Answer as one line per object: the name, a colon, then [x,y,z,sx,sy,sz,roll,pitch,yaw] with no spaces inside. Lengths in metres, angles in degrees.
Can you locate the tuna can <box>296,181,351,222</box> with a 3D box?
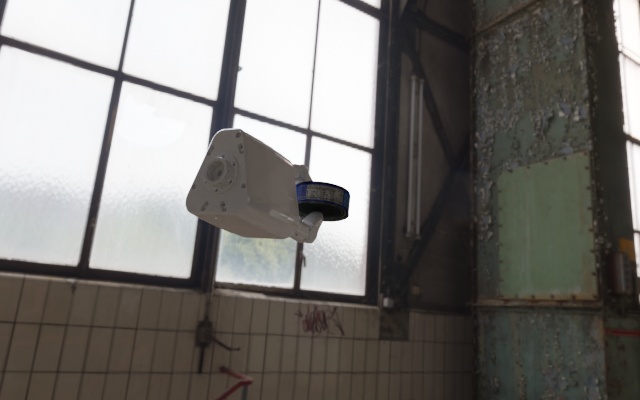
tuna can: [0.000,0.002,0.686,0.086,0.033,0.086,6,-19,2]
